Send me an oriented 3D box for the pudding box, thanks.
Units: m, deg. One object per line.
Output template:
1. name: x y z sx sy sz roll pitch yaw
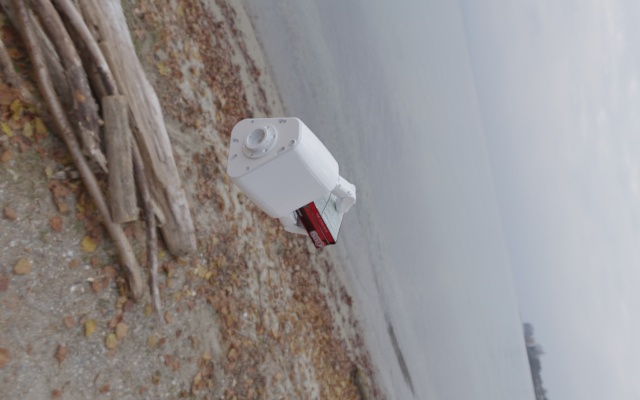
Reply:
1. pudding box: 0.000 0.002 0.715 0.039 0.090 0.113 -14 30 24
